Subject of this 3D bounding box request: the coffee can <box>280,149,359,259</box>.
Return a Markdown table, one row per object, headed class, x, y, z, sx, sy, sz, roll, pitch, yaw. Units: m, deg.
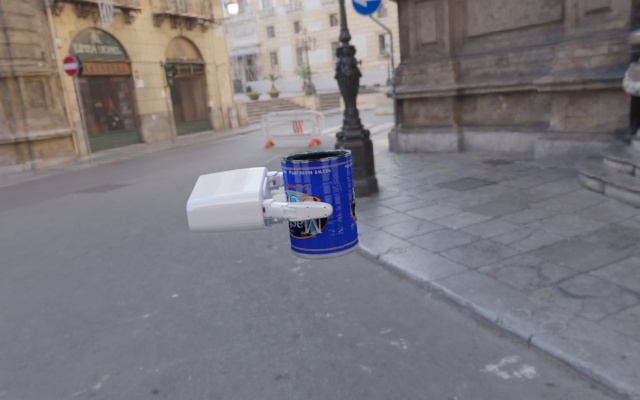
| class | x | y | z | sx | sy | sz | roll | pitch | yaw |
| --- | --- | --- | --- | --- | --- | --- | --- | --- | --- |
| coffee can | 0.000 | 0.002 | 0.695 | 0.103 | 0.140 | 0.102 | -5 | 13 | 1 |
